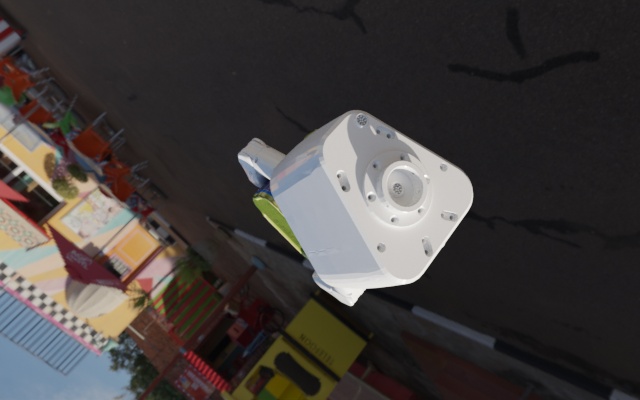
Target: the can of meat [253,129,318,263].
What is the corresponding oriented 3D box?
[{"bbox_3d":[0.000,0.002,0.441,0.102,0.084,0.057,46,-21,-13],"label":"can of meat"}]
